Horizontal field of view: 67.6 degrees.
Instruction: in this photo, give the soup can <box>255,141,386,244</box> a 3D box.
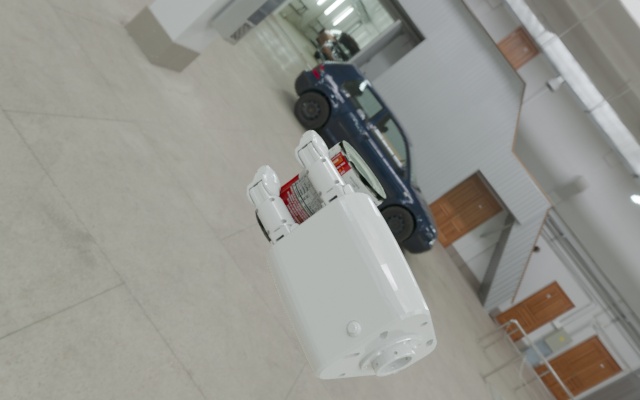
[{"bbox_3d":[0.000,0.001,0.439,0.102,0.068,0.068,-37,-10,14],"label":"soup can"}]
